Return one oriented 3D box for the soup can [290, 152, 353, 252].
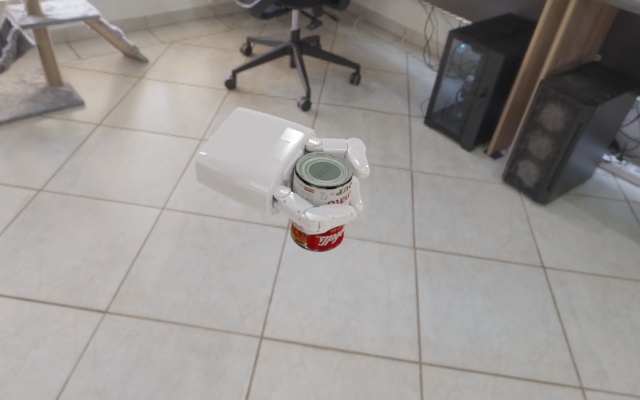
[{"bbox_3d":[0.001,0.002,0.566,0.068,0.102,0.068,4,41,-3],"label":"soup can"}]
